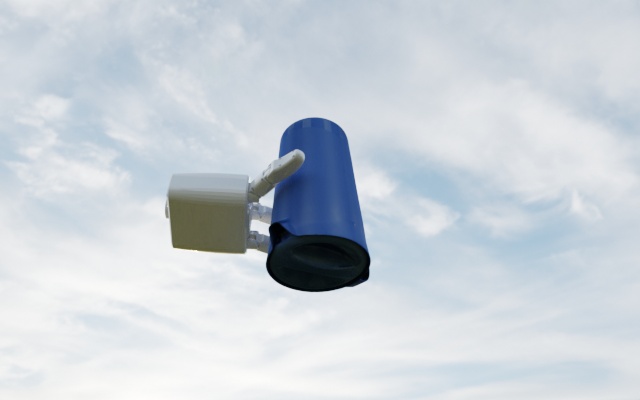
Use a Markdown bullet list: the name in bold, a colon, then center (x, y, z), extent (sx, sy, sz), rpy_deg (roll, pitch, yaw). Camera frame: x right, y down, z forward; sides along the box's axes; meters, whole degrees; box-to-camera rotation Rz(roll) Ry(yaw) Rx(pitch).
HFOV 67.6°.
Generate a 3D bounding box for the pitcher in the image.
- **pitcher**: center (0.000, 0.002, 0.683), extent (0.145, 0.242, 0.149), rpy_deg (1, -41, -4)
